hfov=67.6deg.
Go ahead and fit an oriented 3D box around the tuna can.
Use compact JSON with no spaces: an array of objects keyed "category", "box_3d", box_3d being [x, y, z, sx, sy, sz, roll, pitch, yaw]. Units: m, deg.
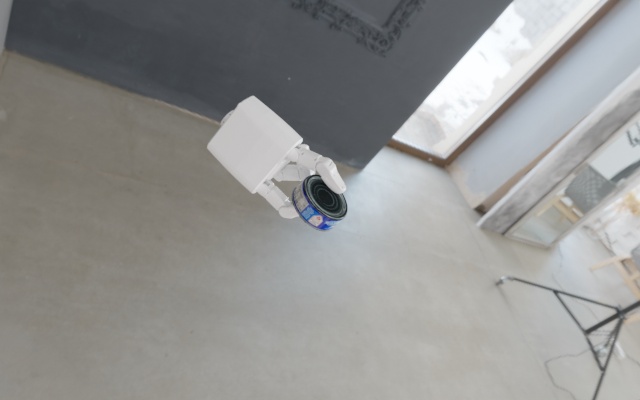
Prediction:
[{"category":"tuna can","box_3d":[0.001,0.002,0.729,0.086,0.086,0.034,0,-34,-47]}]
